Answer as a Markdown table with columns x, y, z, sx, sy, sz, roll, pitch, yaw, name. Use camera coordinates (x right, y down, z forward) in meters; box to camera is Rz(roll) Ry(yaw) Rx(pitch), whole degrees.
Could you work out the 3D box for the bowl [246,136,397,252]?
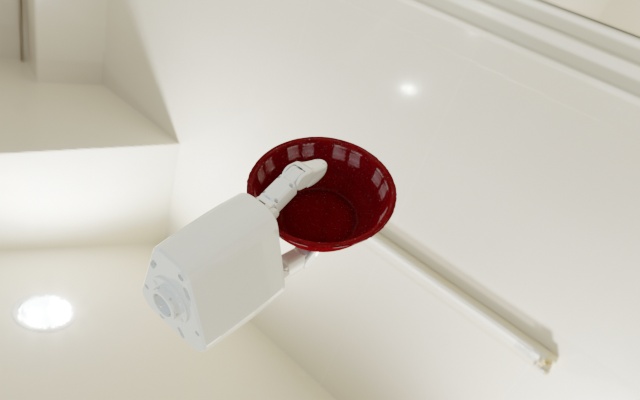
| x | y | z | sx | sy | sz | roll | pitch | yaw | name |
| --- | --- | --- | --- | --- | --- | --- | --- | --- | --- |
| 0.001 | 0.001 | 0.533 | 0.162 | 0.162 | 0.055 | 0 | -41 | -5 | bowl |
